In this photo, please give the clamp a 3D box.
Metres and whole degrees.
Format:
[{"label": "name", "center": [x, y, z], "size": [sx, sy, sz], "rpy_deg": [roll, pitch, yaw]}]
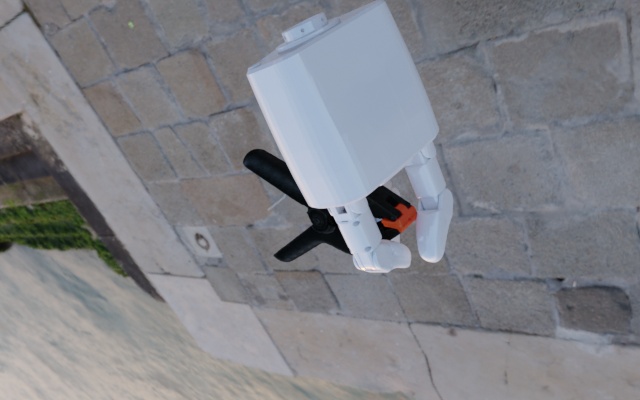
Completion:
[{"label": "clamp", "center": [0.000, 0.002, 0.426], "size": [0.171, 0.120, 0.039], "rpy_deg": [-8, 27, 40]}]
